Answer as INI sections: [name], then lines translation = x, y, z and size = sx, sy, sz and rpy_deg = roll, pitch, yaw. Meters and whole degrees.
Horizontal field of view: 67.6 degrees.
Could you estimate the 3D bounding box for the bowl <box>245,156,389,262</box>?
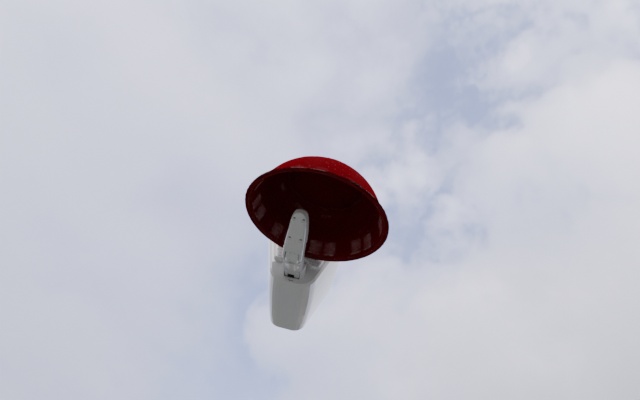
[bowl]
translation = 0.001, 0.001, 0.537
size = 0.162, 0.055, 0.162
rpy_deg = 10, -38, 8
